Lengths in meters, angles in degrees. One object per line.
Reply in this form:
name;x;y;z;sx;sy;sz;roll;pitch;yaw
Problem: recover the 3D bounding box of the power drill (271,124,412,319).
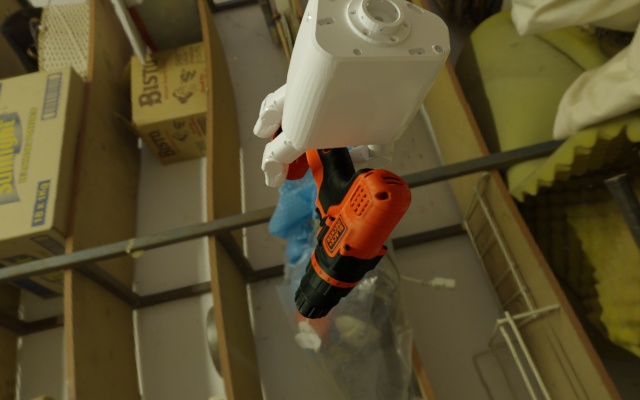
power drill;0.000;0.001;0.482;0.057;0.187;0.184;4;-47;-34
